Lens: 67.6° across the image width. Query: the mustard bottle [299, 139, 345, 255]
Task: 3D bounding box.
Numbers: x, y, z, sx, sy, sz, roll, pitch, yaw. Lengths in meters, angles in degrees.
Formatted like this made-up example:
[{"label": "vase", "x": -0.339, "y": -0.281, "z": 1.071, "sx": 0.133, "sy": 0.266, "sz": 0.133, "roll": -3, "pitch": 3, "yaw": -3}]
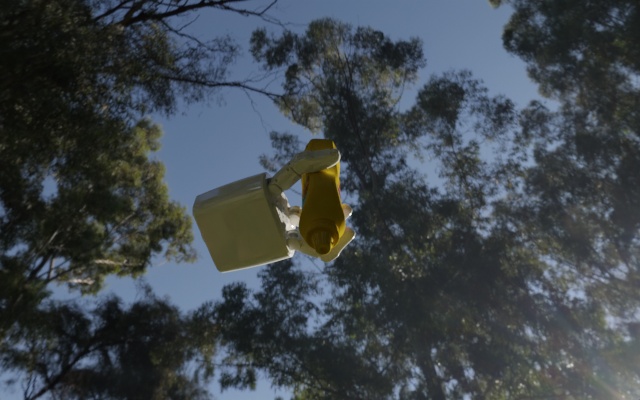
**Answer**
[{"label": "mustard bottle", "x": 0.000, "y": 0.002, "z": 0.627, "sx": 0.058, "sy": 0.096, "sz": 0.191, "roll": 4, "pitch": 35, "yaw": -4}]
